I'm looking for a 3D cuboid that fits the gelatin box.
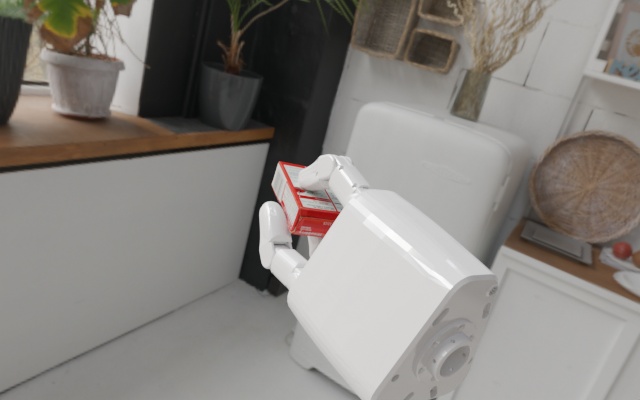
[{"bbox_3d":[0.000,0.001,0.444,0.073,0.030,0.089,9,28,-24],"label":"gelatin box"}]
